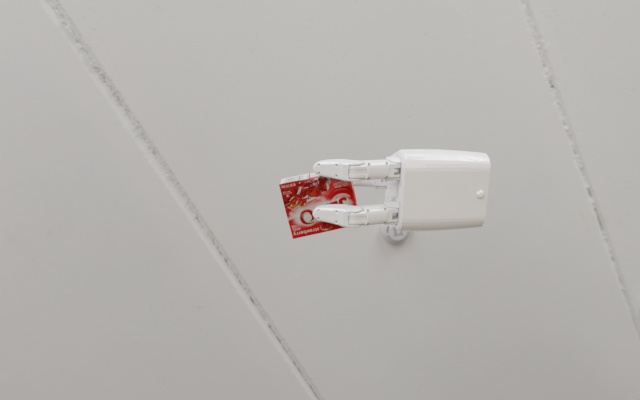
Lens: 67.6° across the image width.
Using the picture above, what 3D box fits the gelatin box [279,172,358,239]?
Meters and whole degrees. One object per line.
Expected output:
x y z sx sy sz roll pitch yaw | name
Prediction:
0.000 0.002 0.594 0.089 0.073 0.030 -12 16 5 | gelatin box
